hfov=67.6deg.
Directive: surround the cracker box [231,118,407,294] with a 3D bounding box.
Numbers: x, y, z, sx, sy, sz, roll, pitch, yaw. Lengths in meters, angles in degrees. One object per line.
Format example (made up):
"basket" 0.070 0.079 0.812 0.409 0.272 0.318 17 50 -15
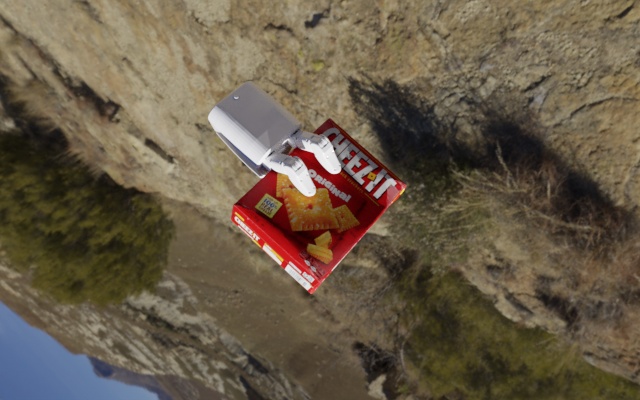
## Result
"cracker box" 0.000 0.003 0.713 0.213 0.164 0.072 -45 -6 -25
